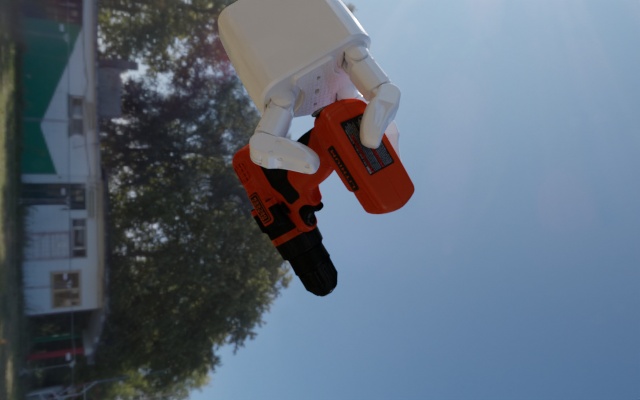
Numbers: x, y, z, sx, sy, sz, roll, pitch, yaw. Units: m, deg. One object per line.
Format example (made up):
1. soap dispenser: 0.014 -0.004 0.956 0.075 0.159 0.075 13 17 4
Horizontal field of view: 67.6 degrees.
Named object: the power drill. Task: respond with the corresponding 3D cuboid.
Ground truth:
1. power drill: 0.000 0.001 0.467 0.057 0.184 0.188 -32 2 -40
